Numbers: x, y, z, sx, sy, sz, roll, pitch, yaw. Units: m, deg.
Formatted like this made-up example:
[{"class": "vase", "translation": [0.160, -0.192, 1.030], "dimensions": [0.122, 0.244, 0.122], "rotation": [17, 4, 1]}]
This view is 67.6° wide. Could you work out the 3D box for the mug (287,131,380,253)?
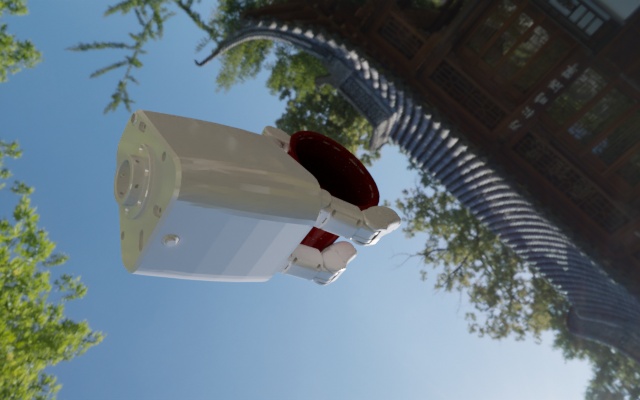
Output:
[{"class": "mug", "translation": [0.001, 0.002, 0.430], "dimensions": [0.117, 0.093, 0.081], "rotation": [11, -49, -41]}]
